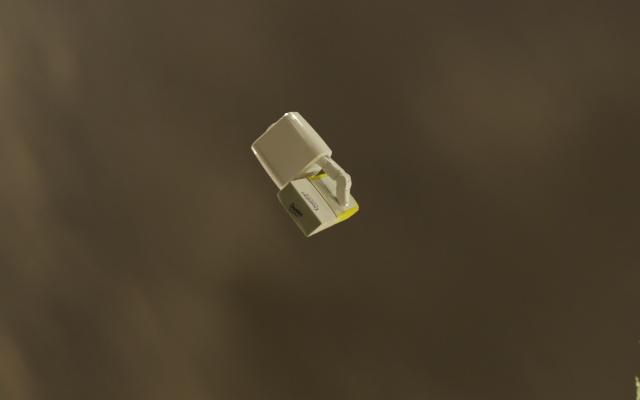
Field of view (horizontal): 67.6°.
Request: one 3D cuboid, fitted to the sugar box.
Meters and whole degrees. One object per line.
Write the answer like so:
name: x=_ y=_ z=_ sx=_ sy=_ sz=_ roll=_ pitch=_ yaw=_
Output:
sugar box: x=0.000 y=0.003 z=0.872 sx=0.048 sy=0.093 sz=0.176 roll=-42 pitch=-11 yaw=27
